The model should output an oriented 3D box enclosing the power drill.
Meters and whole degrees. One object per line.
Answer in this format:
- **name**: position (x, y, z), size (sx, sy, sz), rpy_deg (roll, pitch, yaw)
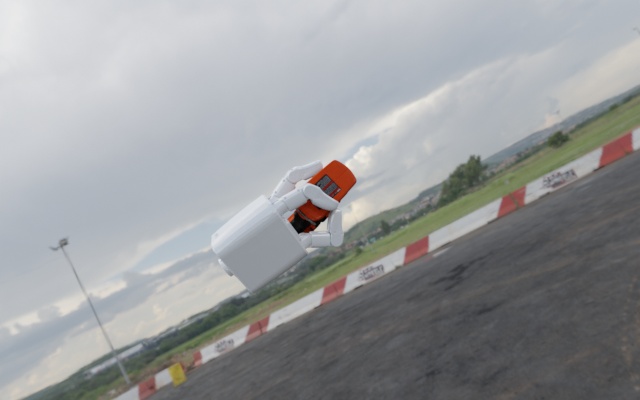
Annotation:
- **power drill**: position (0.000, 0.003, 0.816), size (0.184, 0.057, 0.188), rpy_deg (-46, -5, -23)
